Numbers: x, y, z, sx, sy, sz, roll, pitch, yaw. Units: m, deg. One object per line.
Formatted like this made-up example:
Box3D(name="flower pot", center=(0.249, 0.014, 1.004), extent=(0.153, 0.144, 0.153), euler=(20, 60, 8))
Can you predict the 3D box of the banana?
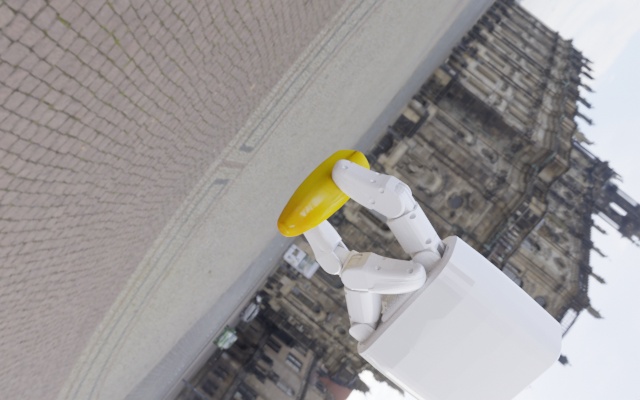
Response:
Box3D(name="banana", center=(0.012, -0.014, 0.415), extent=(0.037, 0.069, 0.198), euler=(39, 12, 2))
